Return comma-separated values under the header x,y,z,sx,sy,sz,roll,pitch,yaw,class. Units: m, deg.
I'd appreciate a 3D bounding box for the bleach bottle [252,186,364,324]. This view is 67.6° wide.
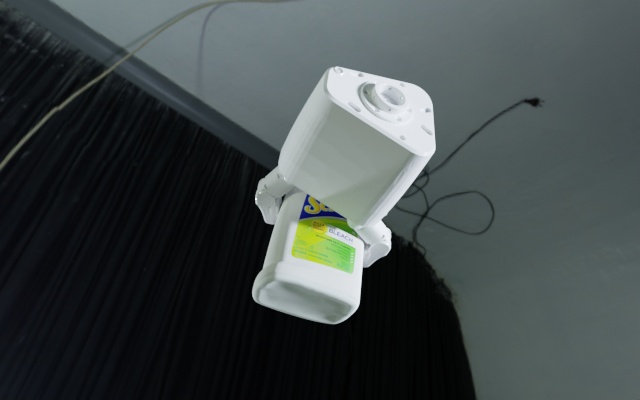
x,y,z,sx,sy,sz,roll,pitch,yaw,class
0.000,0.002,0.525,0.102,0.250,0.068,21,-42,-15,bleach bottle
